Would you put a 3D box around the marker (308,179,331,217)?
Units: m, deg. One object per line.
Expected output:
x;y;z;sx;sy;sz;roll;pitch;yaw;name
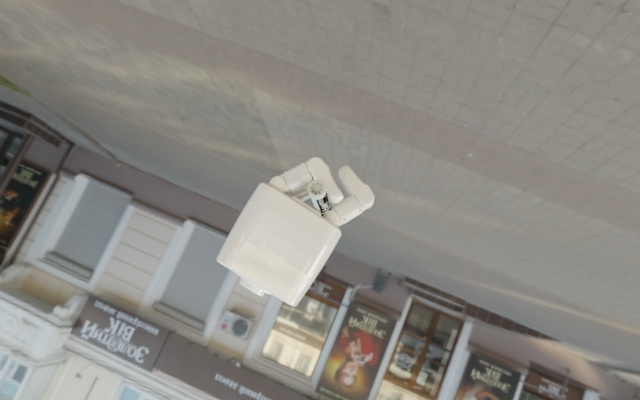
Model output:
0.000;0.002;0.549;0.020;0.020;0.121;0;-14;4;marker
